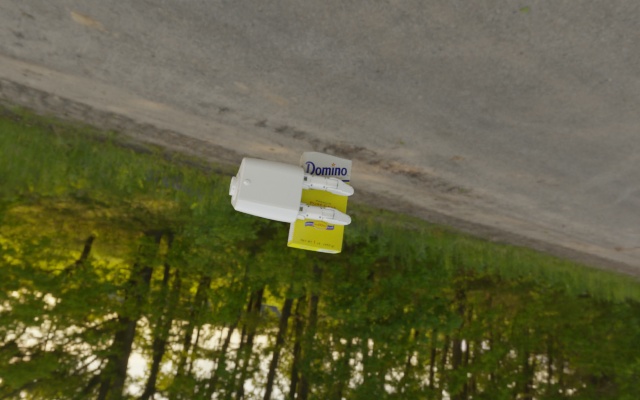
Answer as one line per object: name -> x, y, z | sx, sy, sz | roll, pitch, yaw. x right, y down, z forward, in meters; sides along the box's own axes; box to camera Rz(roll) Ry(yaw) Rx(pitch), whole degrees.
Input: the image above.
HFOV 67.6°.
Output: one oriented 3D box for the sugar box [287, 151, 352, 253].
sugar box -> 0.000, 0.003, 0.872 | 0.093, 0.176, 0.048 | 11, -13, -15
